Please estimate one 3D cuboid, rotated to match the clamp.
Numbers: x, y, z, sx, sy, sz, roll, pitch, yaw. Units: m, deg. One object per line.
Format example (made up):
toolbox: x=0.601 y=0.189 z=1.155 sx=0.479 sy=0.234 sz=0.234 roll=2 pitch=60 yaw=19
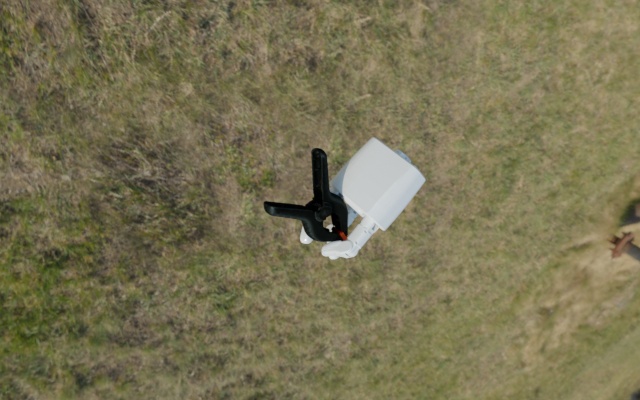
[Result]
clamp: x=0.000 y=0.003 z=0.726 sx=0.039 sy=0.120 sz=0.171 roll=40 pitch=0 yaw=43
